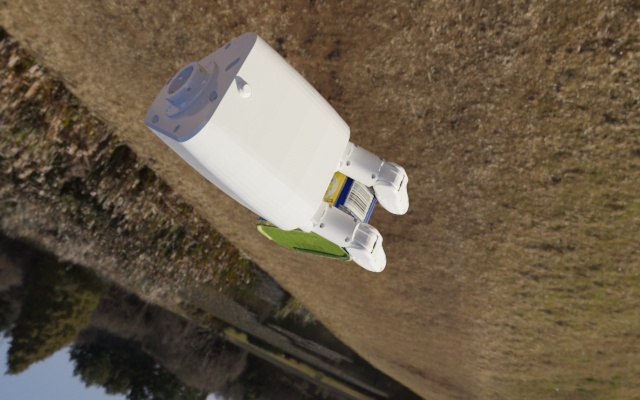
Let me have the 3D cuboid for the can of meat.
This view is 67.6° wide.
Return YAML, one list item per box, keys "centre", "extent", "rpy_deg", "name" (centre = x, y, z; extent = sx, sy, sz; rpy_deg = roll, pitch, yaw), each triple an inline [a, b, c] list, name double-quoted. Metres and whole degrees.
- centre: [0.000, 0.002, 0.427]
  extent: [0.102, 0.084, 0.057]
  rpy_deg: [4, -29, 43]
  name: "can of meat"
